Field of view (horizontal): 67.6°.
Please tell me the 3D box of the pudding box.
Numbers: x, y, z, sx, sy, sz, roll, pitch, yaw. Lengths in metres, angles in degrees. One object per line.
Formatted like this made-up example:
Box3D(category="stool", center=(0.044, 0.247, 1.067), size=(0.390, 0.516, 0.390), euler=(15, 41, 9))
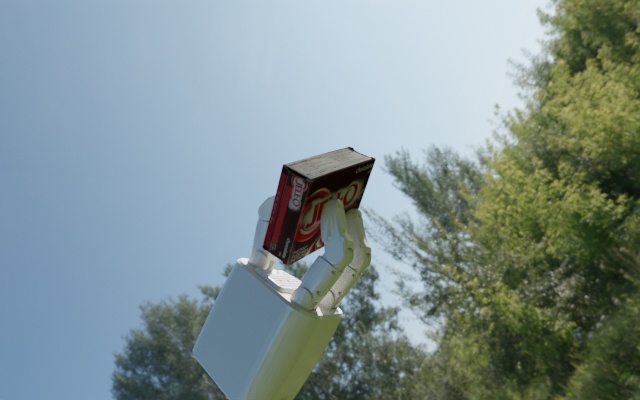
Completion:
Box3D(category="pudding box", center=(0.000, 0.001, 0.461), size=(0.039, 0.090, 0.113), euler=(31, 30, 23))
